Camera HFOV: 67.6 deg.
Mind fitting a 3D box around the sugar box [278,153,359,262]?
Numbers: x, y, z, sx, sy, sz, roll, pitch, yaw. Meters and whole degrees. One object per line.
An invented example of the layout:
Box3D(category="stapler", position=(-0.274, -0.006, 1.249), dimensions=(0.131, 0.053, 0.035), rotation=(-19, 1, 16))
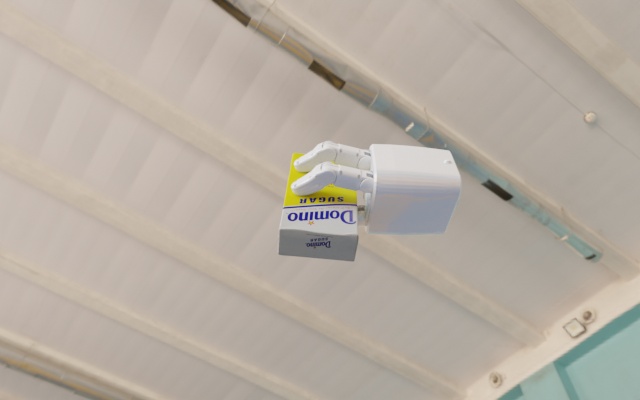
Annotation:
Box3D(category="sugar box", position=(0.000, 0.002, 0.615), dimensions=(0.093, 0.048, 0.176), rotation=(5, 33, -2))
